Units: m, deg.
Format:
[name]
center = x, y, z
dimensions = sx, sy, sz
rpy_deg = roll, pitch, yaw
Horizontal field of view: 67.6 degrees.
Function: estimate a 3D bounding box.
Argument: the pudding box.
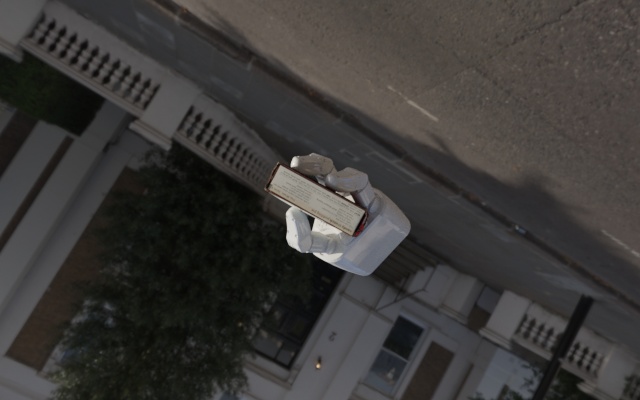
[pudding box]
center = 0.000, 0.002, 0.549
dimensions = 0.113, 0.039, 0.090
rpy_deg = 27, -2, 8
